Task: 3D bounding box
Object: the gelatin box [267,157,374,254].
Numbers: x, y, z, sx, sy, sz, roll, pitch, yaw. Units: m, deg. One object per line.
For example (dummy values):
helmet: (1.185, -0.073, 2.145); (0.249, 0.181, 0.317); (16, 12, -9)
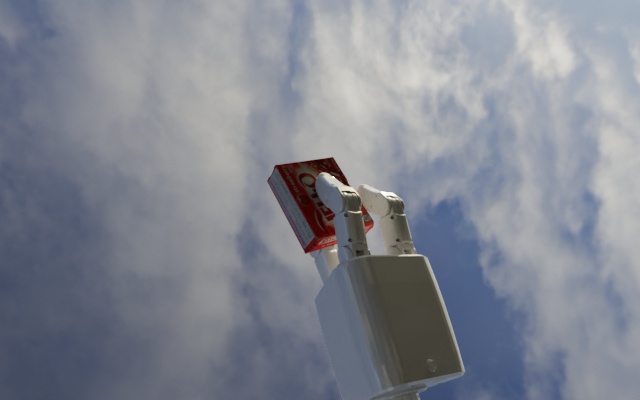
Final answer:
gelatin box: (0.000, 0.002, 0.470); (0.073, 0.089, 0.030); (-12, -29, -37)
